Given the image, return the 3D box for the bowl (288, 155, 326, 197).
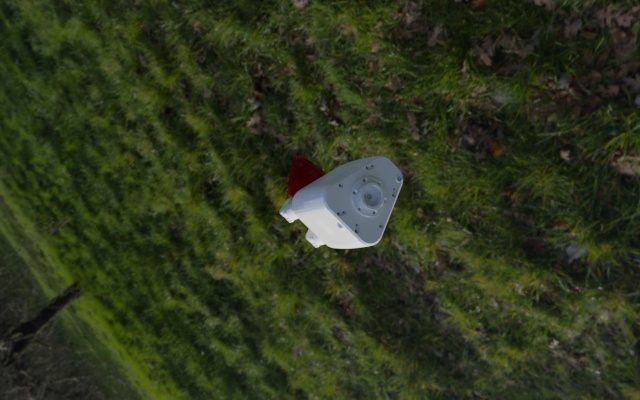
[{"bbox_3d":[0.000,0.003,0.763,0.162,0.055,0.162,42,-7,6],"label":"bowl"}]
